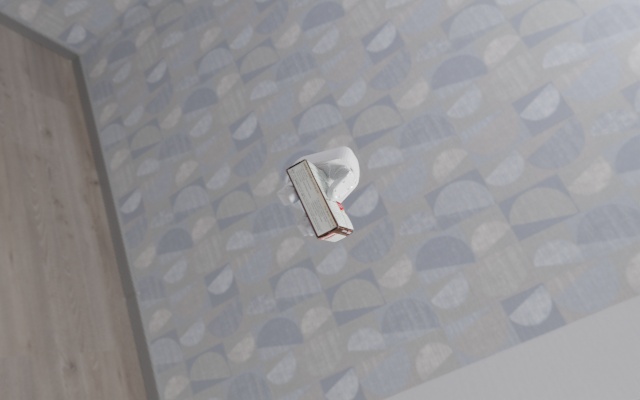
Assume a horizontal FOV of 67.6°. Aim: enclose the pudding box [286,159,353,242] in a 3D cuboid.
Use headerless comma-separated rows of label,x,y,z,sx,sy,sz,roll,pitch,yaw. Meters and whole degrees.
pudding box,0.000,0.002,0.695,0.039,0.113,0.090,-31,-15,12
